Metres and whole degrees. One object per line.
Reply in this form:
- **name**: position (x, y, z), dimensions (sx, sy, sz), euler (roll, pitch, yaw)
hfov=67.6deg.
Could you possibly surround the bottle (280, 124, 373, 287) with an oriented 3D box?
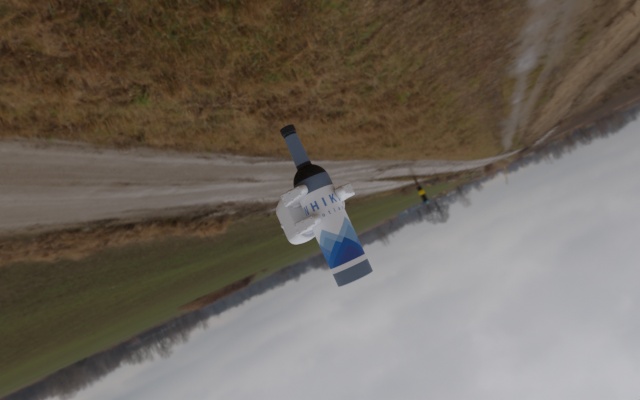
- **bottle**: position (0.000, 0.003, 0.841), dimensions (0.069, 0.295, 0.069), euler (-24, -6, -3)
